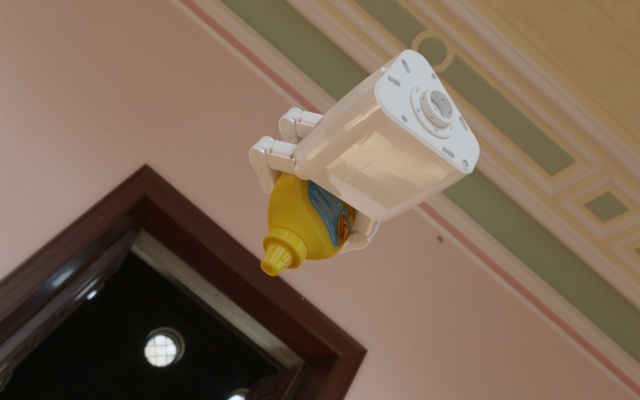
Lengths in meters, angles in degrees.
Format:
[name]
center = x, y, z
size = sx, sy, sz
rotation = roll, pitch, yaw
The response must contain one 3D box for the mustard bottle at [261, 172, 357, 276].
[mustard bottle]
center = 0.000, 0.001, 0.473
size = 0.058, 0.096, 0.191
rotation = -3, 36, 37
